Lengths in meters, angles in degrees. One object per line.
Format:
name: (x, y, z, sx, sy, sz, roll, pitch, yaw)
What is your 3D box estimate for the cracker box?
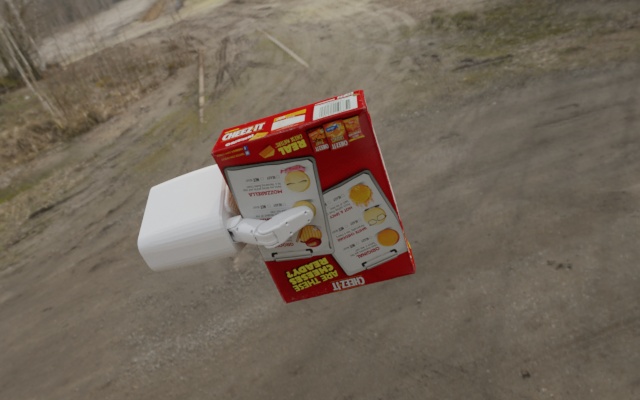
cracker box: (0.000, 0.002, 0.538, 0.164, 0.214, 0.072, -15, 30, 11)
